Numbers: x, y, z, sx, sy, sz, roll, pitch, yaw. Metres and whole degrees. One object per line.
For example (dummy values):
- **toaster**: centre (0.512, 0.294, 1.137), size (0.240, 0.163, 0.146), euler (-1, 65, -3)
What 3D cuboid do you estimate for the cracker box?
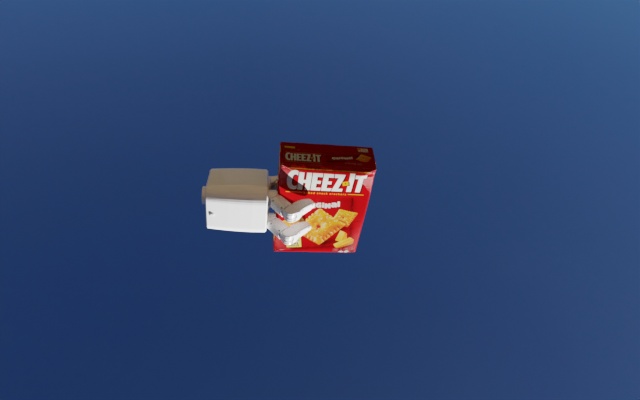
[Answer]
- **cracker box**: centre (0.000, 0.003, 0.873), size (0.164, 0.214, 0.072), euler (2, 42, -8)
